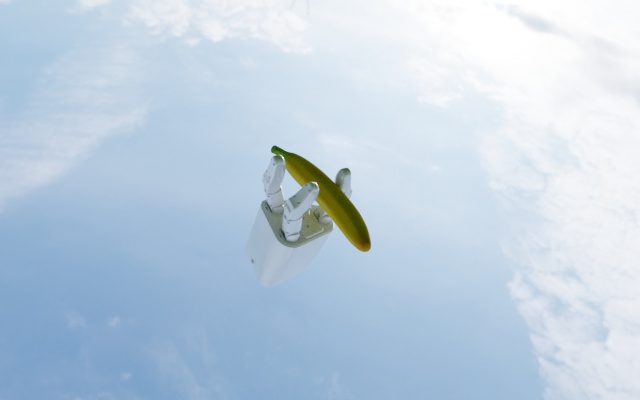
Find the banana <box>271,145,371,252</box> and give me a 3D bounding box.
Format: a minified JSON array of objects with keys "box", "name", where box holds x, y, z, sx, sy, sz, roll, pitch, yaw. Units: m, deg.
[{"box":[0.007,-0.003,0.670,0.197,0.037,0.069,45,26,17],"name":"banana"}]
